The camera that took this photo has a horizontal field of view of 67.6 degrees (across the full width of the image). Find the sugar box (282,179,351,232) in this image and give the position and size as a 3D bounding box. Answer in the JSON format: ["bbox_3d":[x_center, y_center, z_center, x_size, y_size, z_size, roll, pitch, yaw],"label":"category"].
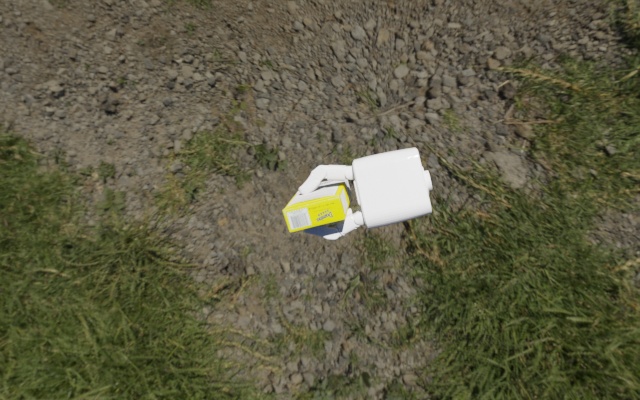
[{"bbox_3d":[0.000,0.003,0.807,0.093,0.048,0.176,-13,8,10],"label":"sugar box"}]
